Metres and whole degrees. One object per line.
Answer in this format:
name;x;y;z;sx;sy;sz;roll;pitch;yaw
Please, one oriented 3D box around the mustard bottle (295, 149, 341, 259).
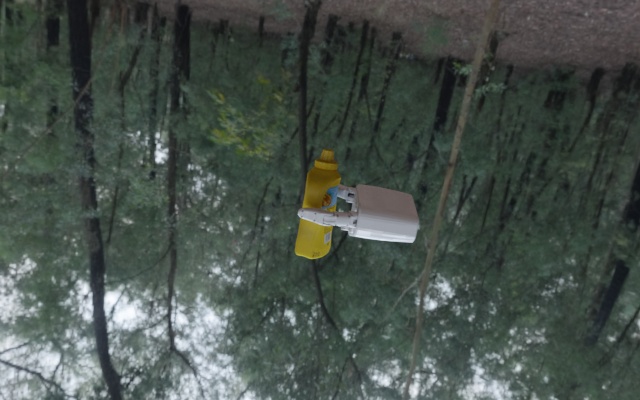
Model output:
mustard bottle;0.000;0.003;0.861;0.058;0.192;0.096;14;14;20
